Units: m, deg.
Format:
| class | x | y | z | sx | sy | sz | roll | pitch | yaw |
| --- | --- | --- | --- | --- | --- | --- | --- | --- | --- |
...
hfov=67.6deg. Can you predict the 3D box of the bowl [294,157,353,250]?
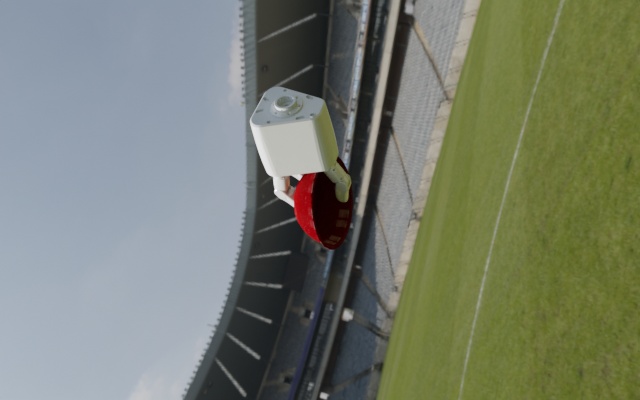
| class | x | y | z | sx | sy | sz | roll | pitch | yaw |
| --- | --- | --- | --- | --- | --- | --- | --- | --- | --- |
| bowl | 0.000 | 0.004 | 0.822 | 0.055 | 0.162 | 0.162 | 0 | 0 | 27 |
